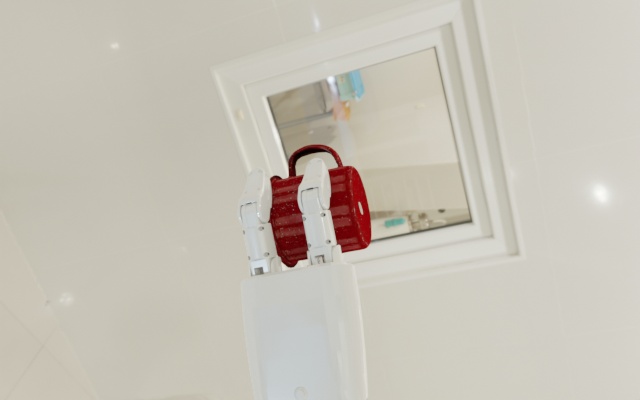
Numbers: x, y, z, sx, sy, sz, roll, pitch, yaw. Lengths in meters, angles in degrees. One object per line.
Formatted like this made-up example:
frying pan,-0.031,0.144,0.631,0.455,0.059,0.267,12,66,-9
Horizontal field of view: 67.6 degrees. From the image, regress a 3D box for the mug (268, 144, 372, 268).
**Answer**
mug,0.000,0.000,0.466,0.081,0.117,0.093,-11,-15,15
